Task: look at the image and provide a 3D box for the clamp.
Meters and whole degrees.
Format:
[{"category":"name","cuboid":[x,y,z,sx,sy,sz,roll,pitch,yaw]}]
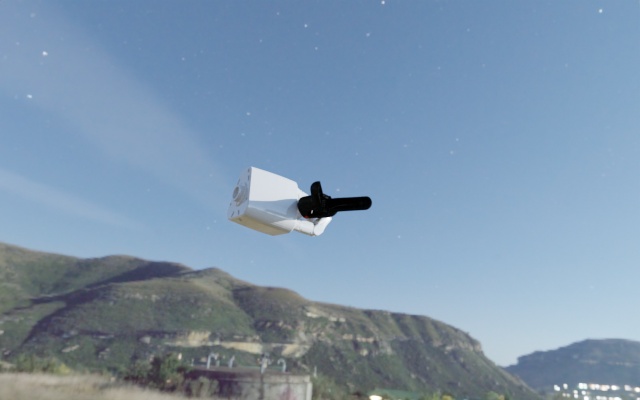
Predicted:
[{"category":"clamp","cuboid":[0.000,0.002,0.894,0.120,0.039,0.171,26,-27,-29]}]
